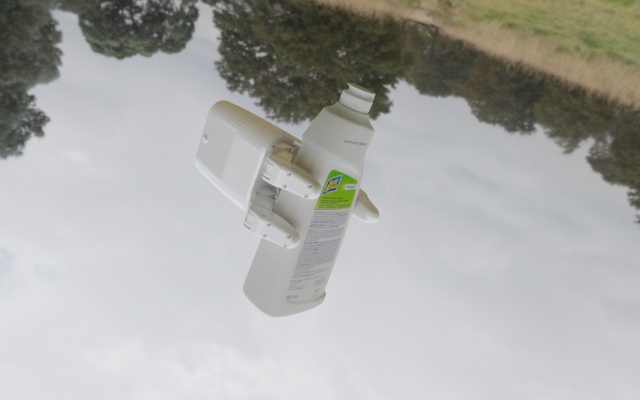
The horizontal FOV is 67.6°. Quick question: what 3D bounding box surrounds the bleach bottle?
[{"bbox_3d":[0.000,0.002,0.504,0.068,0.251,0.102,35,24,32],"label":"bleach bottle"}]
